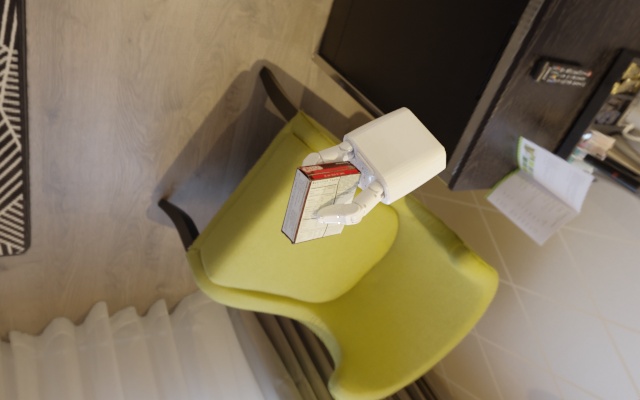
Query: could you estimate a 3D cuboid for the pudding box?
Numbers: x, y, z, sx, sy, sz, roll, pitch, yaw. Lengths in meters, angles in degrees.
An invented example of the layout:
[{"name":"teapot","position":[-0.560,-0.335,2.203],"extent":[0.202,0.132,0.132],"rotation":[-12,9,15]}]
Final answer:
[{"name":"pudding box","position":[0.000,0.002,0.670],"extent":[0.090,0.114,0.039],"rotation":[-9,39,-35]}]
